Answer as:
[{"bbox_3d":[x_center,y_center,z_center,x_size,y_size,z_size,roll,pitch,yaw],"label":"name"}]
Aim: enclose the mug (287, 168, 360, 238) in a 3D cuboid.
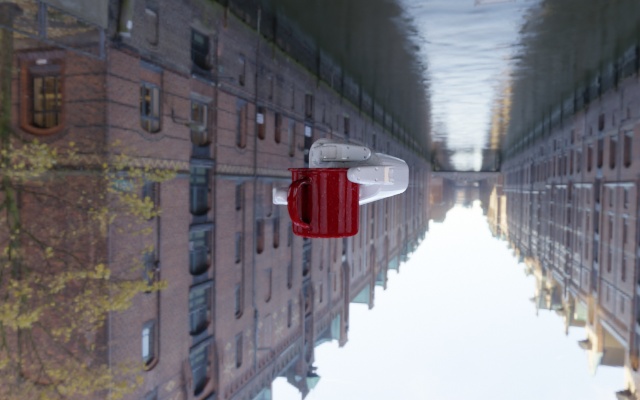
[{"bbox_3d":[-0.001,0.002,0.570,0.093,0.081,0.117,2,4,31],"label":"mug"}]
